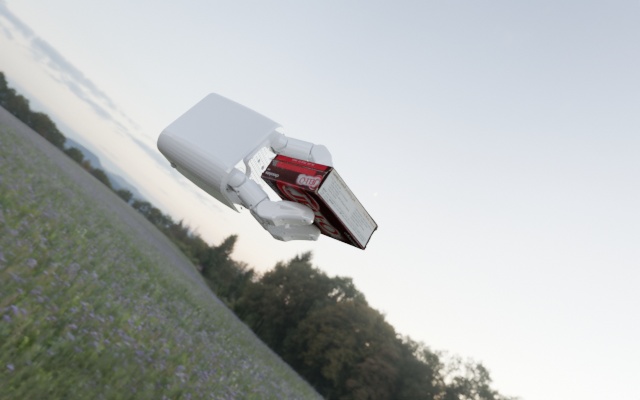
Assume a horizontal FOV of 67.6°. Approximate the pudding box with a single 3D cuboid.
[{"bbox_3d":[0.000,0.002,0.522,0.090,0.039,0.113,18,-21,45],"label":"pudding box"}]
